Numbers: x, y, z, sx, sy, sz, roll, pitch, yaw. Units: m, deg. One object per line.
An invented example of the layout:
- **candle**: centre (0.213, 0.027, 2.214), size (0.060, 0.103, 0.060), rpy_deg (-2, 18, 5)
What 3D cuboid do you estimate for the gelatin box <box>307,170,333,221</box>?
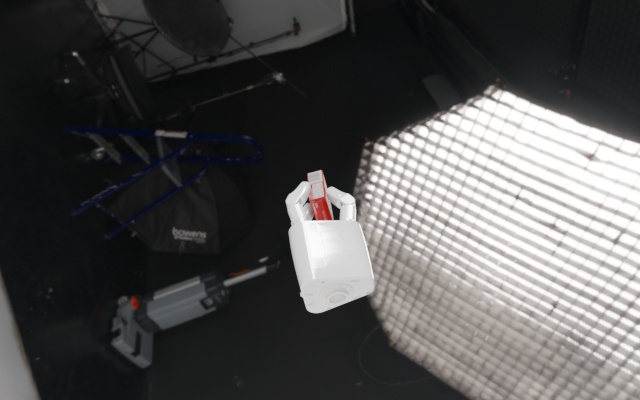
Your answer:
- **gelatin box**: centre (0.001, 0.002, 0.818), size (0.030, 0.073, 0.089), rpy_deg (-13, 35, 5)
